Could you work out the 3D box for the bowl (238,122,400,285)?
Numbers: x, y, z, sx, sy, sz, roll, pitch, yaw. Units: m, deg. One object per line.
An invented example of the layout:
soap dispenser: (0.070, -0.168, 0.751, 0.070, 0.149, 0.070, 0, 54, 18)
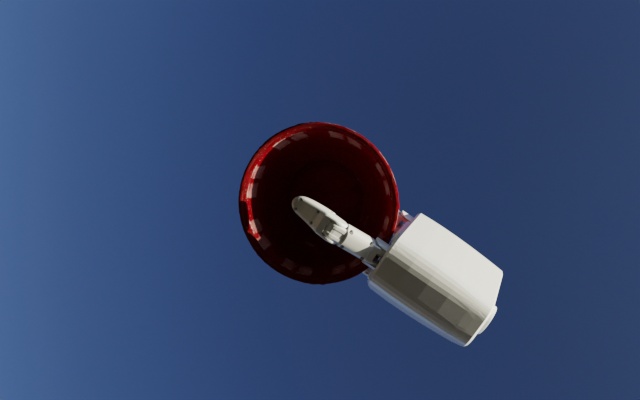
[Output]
bowl: (-0.001, 0.001, 0.496, 0.162, 0.162, 0.055, 0, 6, 10)
